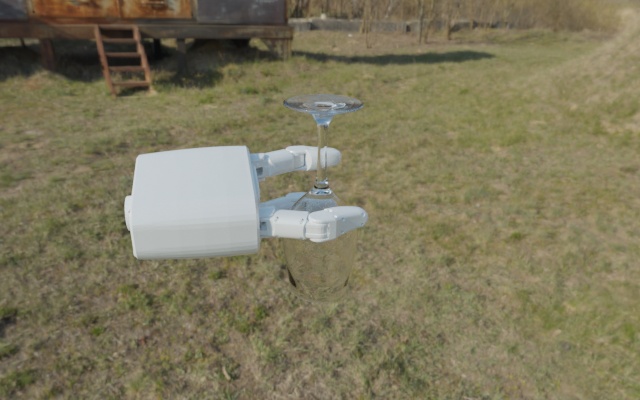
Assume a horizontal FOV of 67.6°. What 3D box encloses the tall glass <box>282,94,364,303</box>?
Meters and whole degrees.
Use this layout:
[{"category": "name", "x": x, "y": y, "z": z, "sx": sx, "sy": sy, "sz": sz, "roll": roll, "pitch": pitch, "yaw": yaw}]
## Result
[{"category": "tall glass", "x": 0.000, "y": 0.001, "z": 0.475, "sx": 0.079, "sy": 0.201, "sz": 0.079, "roll": 1, "pitch": 24, "yaw": 0}]
